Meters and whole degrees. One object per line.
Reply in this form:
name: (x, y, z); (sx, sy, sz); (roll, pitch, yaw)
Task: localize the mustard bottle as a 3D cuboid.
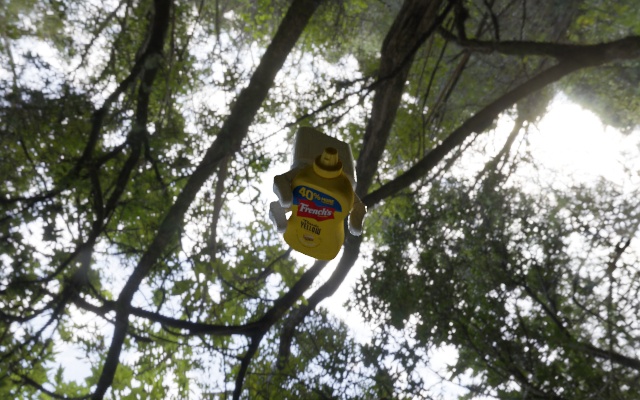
mustard bottle: (0.000, 0.003, 0.719); (0.096, 0.192, 0.058); (23, 41, 13)
